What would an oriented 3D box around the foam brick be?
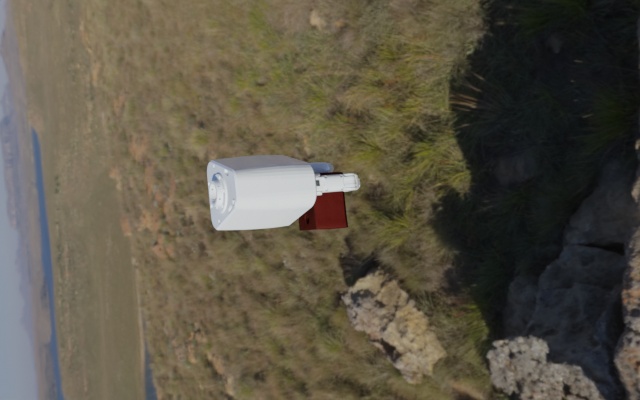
[{"bbox_3d":[0.000,0.002,0.663,0.051,0.078,0.053,-5,-2,-30],"label":"foam brick"}]
